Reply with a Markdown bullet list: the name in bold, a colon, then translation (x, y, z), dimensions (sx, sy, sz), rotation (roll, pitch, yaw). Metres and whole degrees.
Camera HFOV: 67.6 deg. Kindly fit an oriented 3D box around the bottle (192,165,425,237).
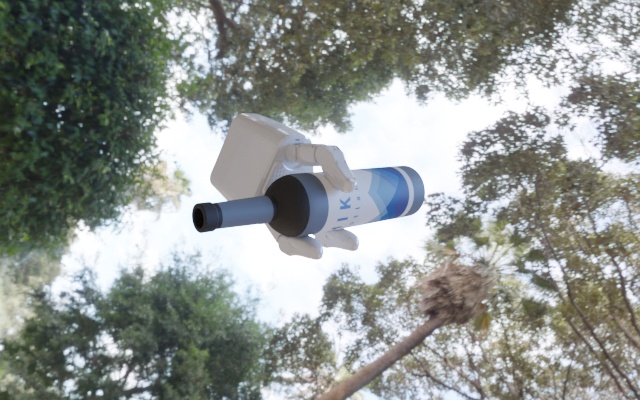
- **bottle**: translation (0.000, 0.002, 0.524), dimensions (0.295, 0.069, 0.069), rotation (-7, 5, -41)
